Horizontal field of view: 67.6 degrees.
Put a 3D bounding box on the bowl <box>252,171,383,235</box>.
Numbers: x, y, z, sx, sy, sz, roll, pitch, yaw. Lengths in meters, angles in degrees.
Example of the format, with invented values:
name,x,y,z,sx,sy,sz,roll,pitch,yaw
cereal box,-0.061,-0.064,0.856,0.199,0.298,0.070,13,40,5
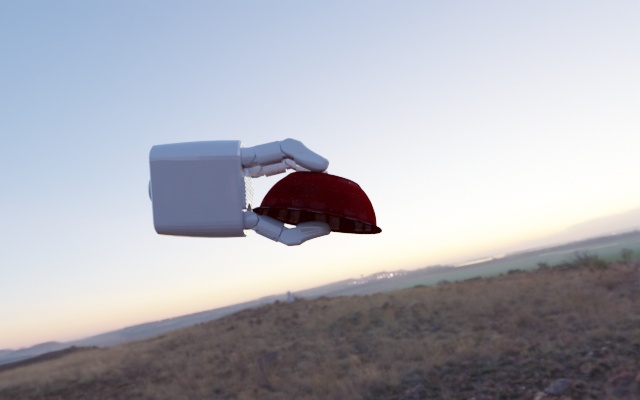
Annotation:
name,x,y,z,sx,sy,sz,roll,pitch,yaw
bowl,0.001,0.002,0.591,0.162,0.055,0.162,9,-10,2
